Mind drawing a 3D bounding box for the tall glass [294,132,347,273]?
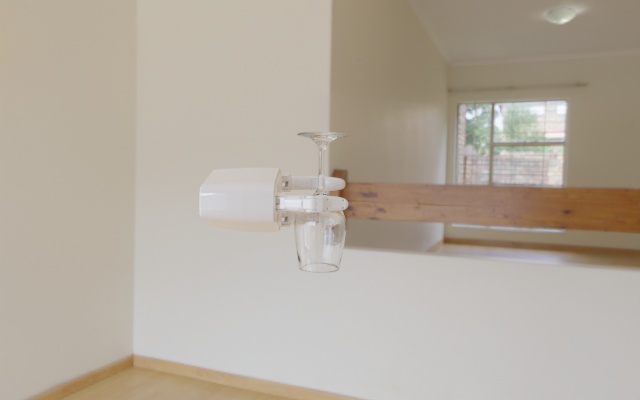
[{"bbox_3d":[0.000,0.002,0.707,0.079,0.201,0.079,1,3,0],"label":"tall glass"}]
